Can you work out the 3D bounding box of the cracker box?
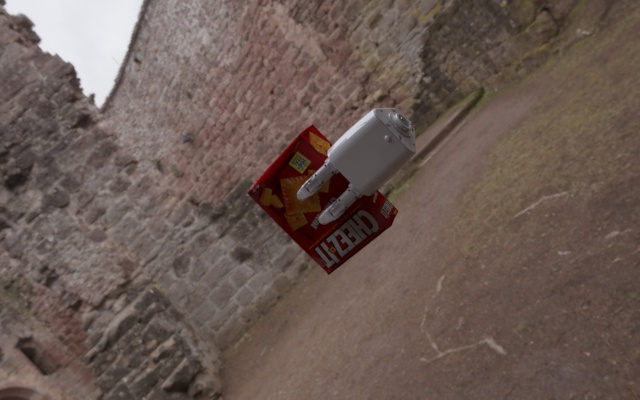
[{"bbox_3d":[0.000,0.003,0.834,0.164,0.214,0.072,-43,3,31],"label":"cracker box"}]
